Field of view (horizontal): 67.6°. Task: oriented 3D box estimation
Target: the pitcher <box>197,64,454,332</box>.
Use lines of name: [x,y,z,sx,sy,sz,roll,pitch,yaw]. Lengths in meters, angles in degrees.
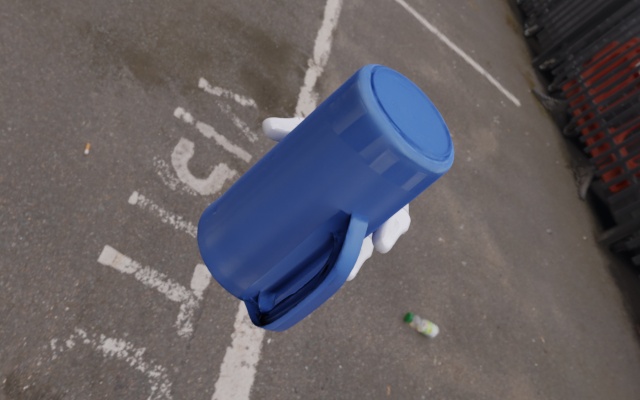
pitcher: [0.000,0.001,0.440,0.243,0.149,0.145,-40,-6,36]
